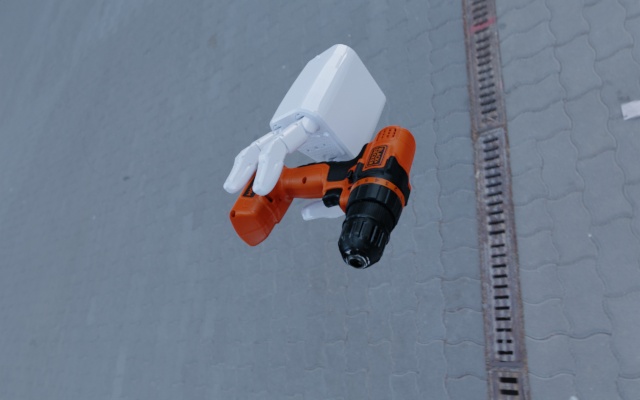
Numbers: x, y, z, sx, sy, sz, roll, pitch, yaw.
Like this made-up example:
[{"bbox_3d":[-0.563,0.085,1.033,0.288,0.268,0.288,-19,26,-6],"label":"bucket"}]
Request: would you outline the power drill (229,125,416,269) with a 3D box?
[{"bbox_3d":[0.000,0.001,0.495,0.187,0.057,0.184,-8,36,30],"label":"power drill"}]
